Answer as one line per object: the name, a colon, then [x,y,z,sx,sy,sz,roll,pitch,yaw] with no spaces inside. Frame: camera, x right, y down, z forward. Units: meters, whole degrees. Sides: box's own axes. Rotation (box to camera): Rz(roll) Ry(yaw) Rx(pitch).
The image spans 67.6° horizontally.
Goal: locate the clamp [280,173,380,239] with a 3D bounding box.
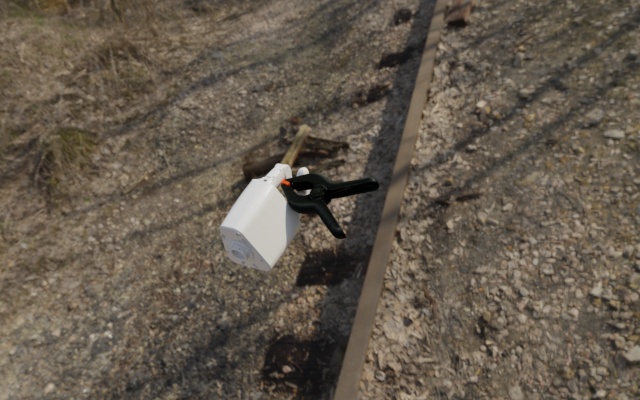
clamp: [0.000,0.002,0.783,0.171,0.039,0.120,7,48,31]
